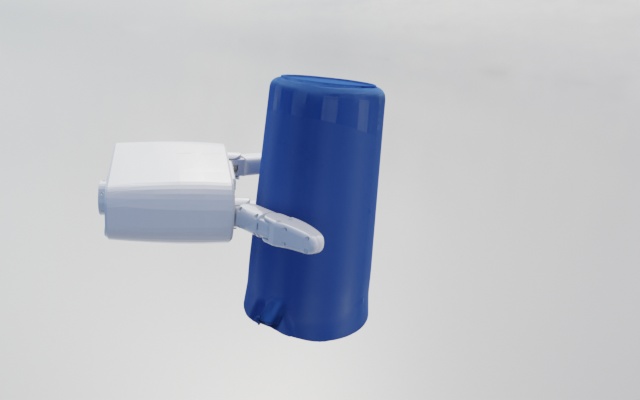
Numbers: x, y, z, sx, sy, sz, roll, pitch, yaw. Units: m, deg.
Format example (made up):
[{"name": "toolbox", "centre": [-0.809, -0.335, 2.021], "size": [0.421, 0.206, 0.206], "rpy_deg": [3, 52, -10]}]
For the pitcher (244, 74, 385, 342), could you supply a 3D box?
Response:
[{"name": "pitcher", "centre": [0.000, 0.002, 0.485], "size": [0.145, 0.243, 0.149], "rpy_deg": [0, 19, -18]}]
